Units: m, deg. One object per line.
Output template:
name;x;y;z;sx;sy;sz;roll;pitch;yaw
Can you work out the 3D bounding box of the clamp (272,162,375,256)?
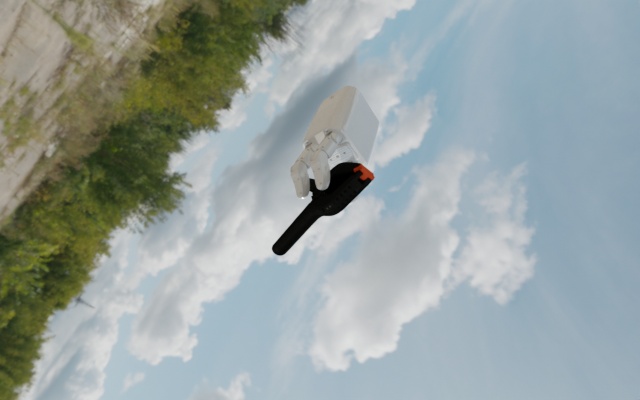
clamp;0.001;0.003;0.762;0.036;0.164;0.210;35;-34;-25
